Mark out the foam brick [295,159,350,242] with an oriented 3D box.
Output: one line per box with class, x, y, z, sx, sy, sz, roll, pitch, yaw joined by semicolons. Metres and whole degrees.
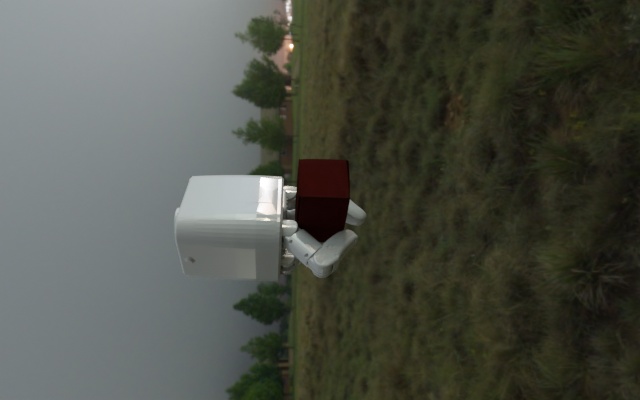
foam brick;0.000;0.001;0.496;0.051;0.053;0.078;3;-40;-4
